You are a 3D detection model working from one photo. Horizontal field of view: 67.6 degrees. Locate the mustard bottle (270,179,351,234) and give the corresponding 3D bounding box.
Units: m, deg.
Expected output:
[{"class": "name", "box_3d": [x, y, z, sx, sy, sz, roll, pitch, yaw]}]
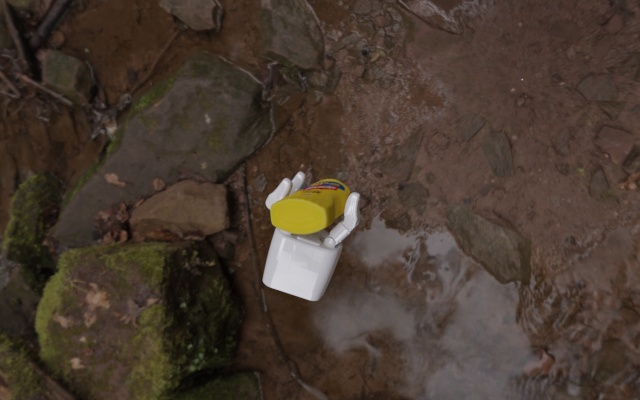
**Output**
[{"class": "mustard bottle", "box_3d": [0.000, 0.002, 0.801, 0.096, 0.058, 0.191, 0, 14, 23]}]
